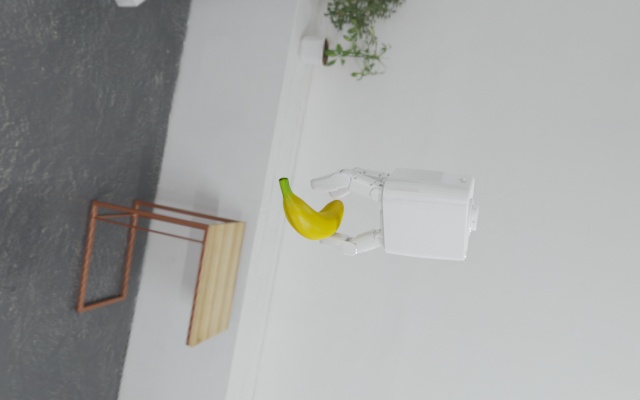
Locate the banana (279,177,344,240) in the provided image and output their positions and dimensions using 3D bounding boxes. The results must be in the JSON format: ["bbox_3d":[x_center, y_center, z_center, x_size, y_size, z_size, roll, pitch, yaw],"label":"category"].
[{"bbox_3d":[-0.003,0.020,0.646,0.037,0.069,0.198,3,-8,21],"label":"banana"}]
